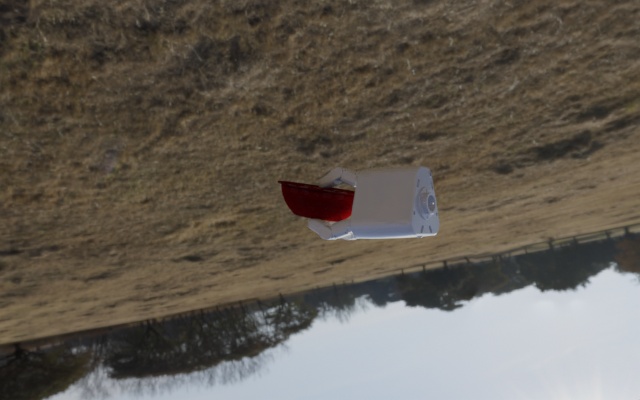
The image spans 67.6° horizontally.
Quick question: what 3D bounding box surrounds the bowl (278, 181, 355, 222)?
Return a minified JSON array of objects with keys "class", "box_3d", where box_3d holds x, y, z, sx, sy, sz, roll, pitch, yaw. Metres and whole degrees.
[{"class":"bowl","box_3d":[-0.001,0.003,0.850,0.162,0.055,0.162,9,4,-1]}]
